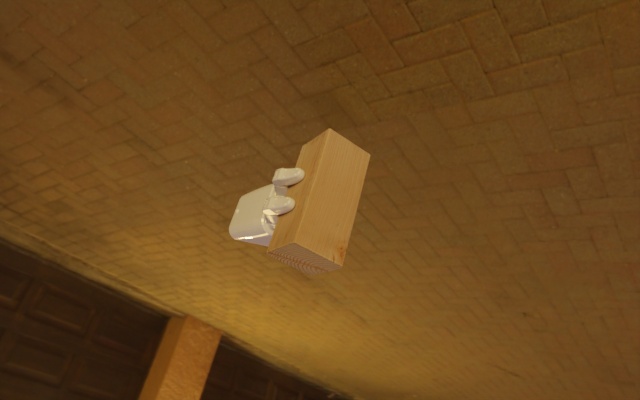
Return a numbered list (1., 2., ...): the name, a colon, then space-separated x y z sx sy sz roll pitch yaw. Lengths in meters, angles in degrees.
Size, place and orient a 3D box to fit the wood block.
1. wood block: 0.000 0.003 0.763 0.091 0.206 0.090 30 -30 -24
